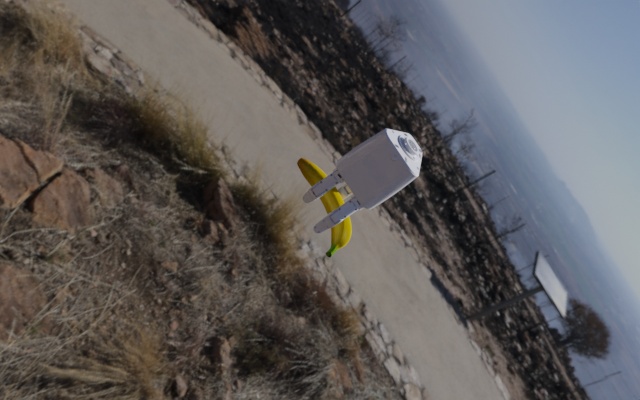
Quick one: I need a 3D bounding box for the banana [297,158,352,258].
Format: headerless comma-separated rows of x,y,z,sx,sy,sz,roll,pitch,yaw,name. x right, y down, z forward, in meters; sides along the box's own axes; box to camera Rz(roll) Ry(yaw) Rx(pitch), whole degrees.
0.014,0.007,0.876,0.069,0.197,0.037,4,-31,-45,banana
